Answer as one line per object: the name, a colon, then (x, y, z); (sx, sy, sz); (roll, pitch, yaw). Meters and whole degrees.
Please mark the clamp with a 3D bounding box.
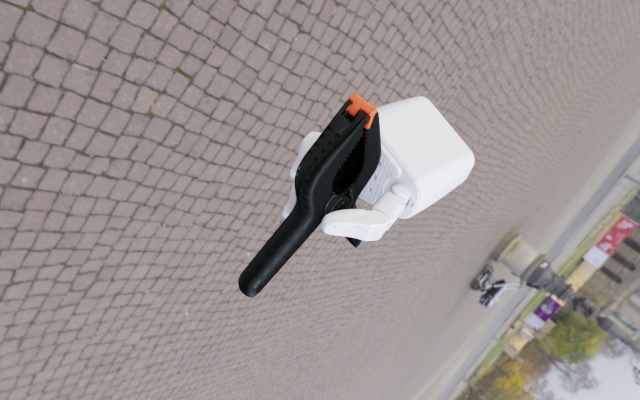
clamp: (0.001, 0.001, 0.446); (0.164, 0.210, 0.036); (-26, 56, -35)
